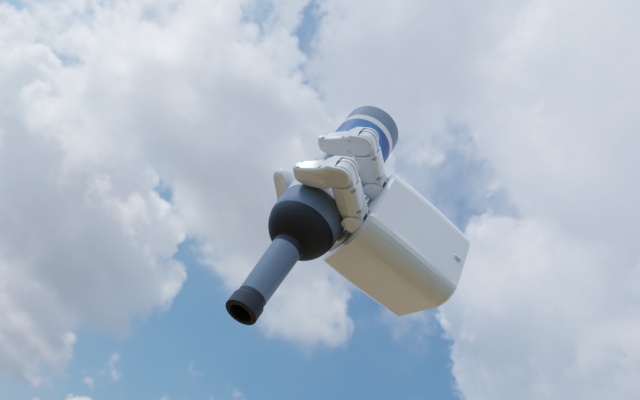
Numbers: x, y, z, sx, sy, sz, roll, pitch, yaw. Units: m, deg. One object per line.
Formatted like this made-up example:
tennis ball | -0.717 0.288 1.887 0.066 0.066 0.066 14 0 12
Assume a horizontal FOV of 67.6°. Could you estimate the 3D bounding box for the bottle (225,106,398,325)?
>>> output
bottle | 0.000 0.001 0.466 0.069 0.069 0.295 0 35 31
